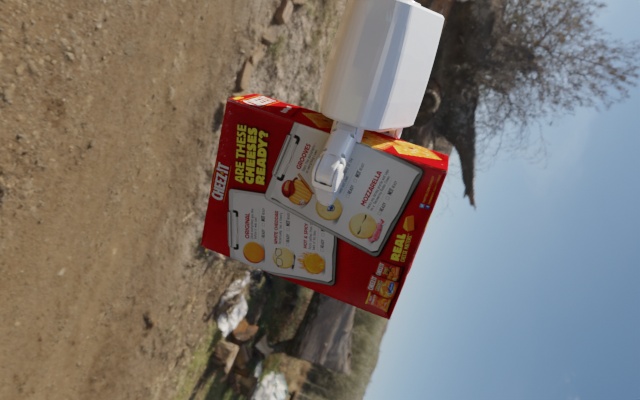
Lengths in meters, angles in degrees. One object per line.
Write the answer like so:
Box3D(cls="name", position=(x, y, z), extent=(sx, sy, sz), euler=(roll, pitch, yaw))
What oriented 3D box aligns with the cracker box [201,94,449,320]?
Box3D(cls="cracker box", position=(0.000, 0.002, 0.485), extent=(0.213, 0.164, 0.072), euler=(20, 22, 10))
